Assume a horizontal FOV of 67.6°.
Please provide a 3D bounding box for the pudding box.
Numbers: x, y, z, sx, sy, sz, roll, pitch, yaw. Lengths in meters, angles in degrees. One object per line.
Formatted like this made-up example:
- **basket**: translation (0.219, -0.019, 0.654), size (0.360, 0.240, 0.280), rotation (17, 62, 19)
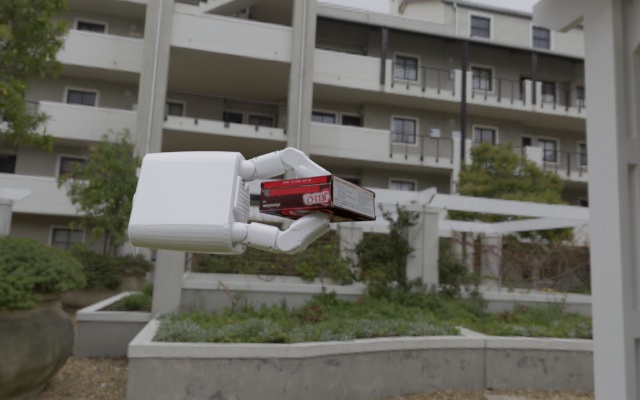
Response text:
- **pudding box**: translation (0.000, 0.002, 0.532), size (0.090, 0.039, 0.113), rotation (-3, -9, 30)
